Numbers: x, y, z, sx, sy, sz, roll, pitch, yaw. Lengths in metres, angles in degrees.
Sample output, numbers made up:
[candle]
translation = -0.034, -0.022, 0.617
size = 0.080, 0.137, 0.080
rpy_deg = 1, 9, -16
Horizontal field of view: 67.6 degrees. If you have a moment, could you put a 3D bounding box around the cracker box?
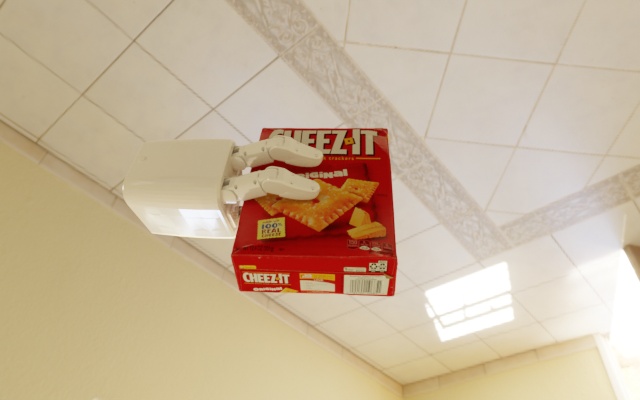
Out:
[cracker box]
translation = 0.000, 0.002, 0.547
size = 0.164, 0.072, 0.213
rpy_deg = 1, 45, 3
